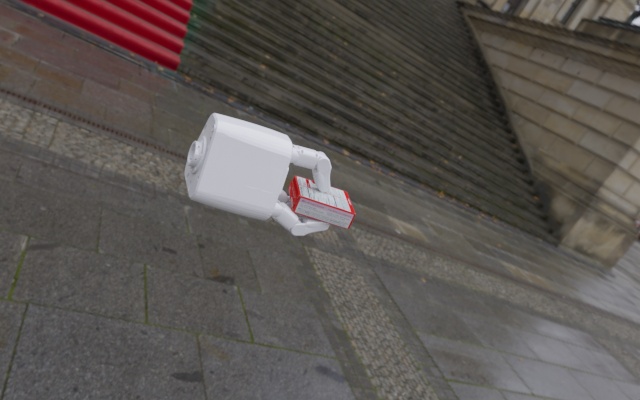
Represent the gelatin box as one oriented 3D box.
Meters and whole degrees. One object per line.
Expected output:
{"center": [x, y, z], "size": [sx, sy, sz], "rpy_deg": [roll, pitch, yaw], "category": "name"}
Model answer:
{"center": [0.001, 0.002, 0.687], "size": [0.089, 0.030, 0.073], "rpy_deg": [17, 22, -16], "category": "gelatin box"}
